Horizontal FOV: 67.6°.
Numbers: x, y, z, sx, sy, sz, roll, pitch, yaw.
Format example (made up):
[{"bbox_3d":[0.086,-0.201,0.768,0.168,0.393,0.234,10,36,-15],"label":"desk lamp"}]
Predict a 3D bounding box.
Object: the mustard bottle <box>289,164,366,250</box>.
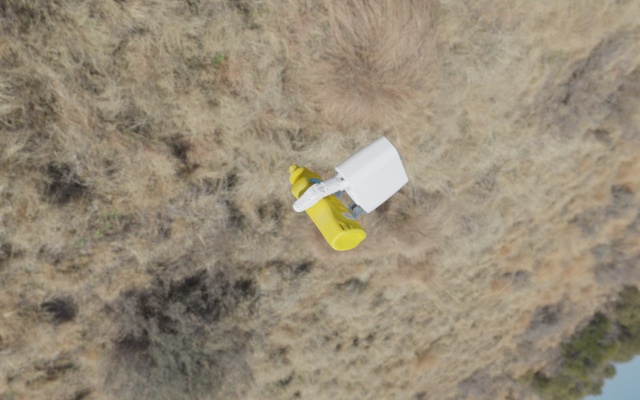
[{"bbox_3d":[0.000,0.003,0.875,0.058,0.191,0.096,-47,-28,19],"label":"mustard bottle"}]
